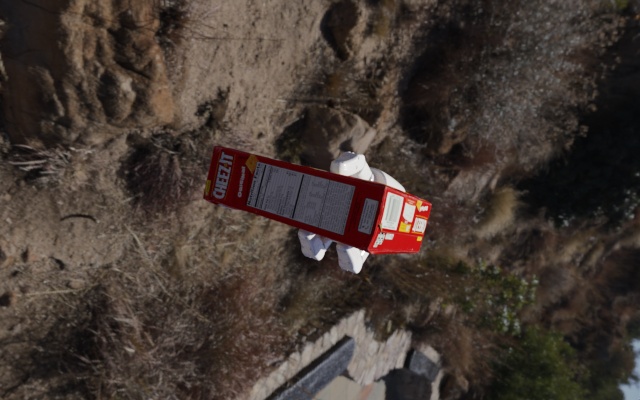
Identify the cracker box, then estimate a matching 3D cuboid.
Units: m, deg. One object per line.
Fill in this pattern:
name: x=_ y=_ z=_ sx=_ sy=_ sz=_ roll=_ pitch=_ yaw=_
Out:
cracker box: x=0.000 y=0.002 z=0.554 sx=0.213 sy=0.072 sz=0.164 roll=15 pitch=1 yaw=28
